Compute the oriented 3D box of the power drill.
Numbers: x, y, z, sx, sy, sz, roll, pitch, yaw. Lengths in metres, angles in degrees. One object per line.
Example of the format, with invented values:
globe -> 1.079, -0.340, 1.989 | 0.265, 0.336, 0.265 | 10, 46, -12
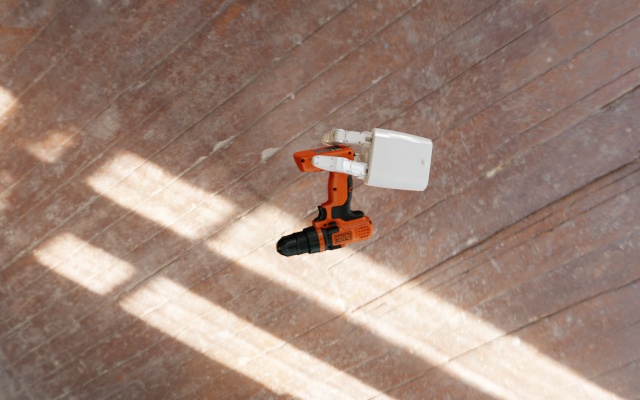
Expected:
power drill -> 0.000, 0.002, 0.851 | 0.184, 0.188, 0.057 | -13, 21, -17
